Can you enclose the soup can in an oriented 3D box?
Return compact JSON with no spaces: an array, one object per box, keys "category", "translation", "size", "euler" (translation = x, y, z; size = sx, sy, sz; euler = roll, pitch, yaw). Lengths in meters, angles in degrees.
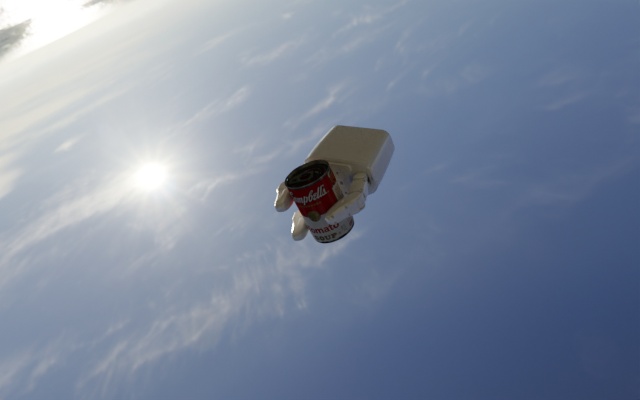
[{"category":"soup can","translation":[0.000,0.003,0.683],"size":[0.068,0.102,0.068],"euler":[-20,29,12]}]
